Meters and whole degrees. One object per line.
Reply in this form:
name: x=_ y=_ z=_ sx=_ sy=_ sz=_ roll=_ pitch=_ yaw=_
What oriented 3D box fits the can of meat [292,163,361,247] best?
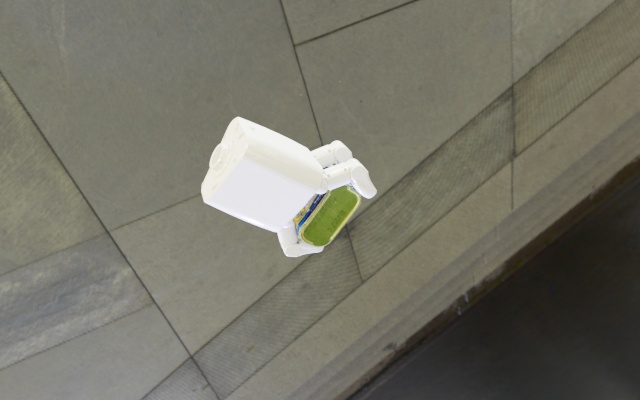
can of meat: x=0.000 y=0.002 z=0.654 sx=0.057 sy=0.102 sz=0.084 roll=28 pitch=16 yaw=-32
